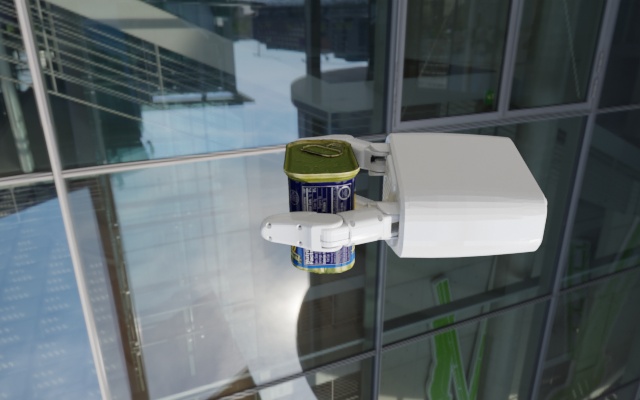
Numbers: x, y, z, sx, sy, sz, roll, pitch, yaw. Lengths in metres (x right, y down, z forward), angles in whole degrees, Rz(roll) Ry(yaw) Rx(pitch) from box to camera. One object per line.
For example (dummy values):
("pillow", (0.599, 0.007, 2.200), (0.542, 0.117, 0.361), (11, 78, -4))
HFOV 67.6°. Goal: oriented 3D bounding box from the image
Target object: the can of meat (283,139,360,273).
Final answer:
("can of meat", (0.000, 0.002, 0.401), (0.057, 0.084, 0.102), (-2, 21, -2))
